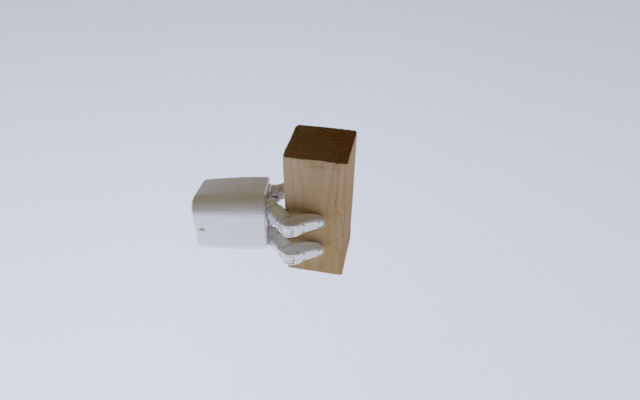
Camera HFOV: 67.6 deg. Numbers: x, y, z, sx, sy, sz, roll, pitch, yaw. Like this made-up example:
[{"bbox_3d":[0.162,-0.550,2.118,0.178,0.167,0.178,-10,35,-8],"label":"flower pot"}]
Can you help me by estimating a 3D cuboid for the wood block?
[{"bbox_3d":[0.000,0.002,0.712,0.090,0.206,0.090,7,39,8],"label":"wood block"}]
